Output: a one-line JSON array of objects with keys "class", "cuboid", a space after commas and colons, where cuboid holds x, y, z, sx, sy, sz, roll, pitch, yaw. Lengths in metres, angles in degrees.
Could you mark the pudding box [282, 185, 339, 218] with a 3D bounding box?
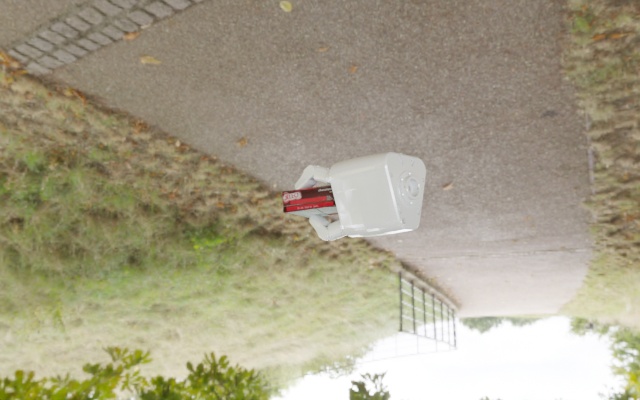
[{"class": "pudding box", "cuboid": [0.000, 0.003, 0.772, 0.090, 0.039, 0.113, -6, -10, 19]}]
